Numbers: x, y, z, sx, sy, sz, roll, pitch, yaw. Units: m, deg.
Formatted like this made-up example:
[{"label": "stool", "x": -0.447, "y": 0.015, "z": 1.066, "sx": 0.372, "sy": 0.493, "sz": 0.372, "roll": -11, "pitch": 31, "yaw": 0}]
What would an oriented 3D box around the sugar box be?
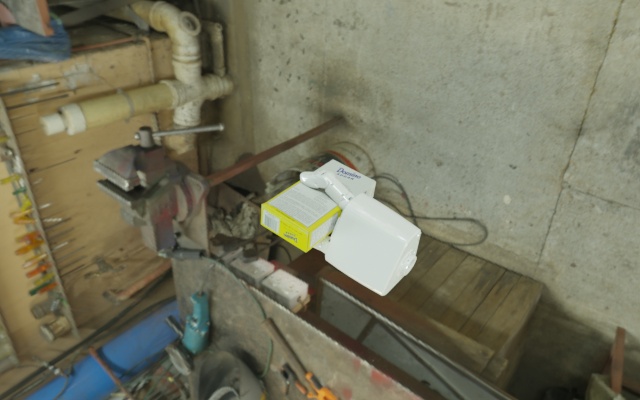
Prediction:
[{"label": "sugar box", "x": 0.000, "y": 0.003, "z": 0.744, "sx": 0.093, "sy": 0.048, "sz": 0.176, "roll": 30, "pitch": 41, "yaw": 26}]
